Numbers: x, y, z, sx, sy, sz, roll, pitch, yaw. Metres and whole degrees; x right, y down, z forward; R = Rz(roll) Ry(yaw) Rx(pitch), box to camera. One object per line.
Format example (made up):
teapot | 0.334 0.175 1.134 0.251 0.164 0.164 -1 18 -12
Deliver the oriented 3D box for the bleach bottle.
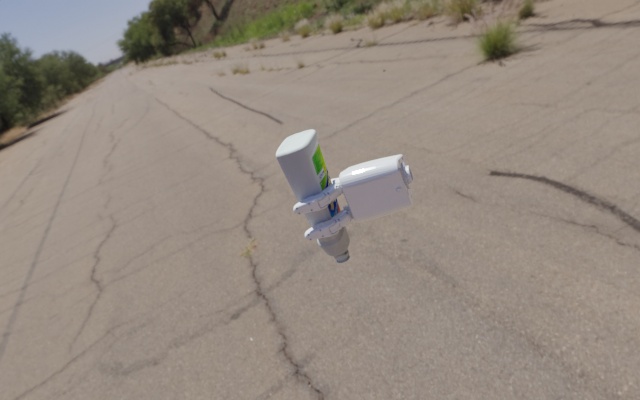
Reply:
bleach bottle | 0.000 0.003 0.884 0.068 0.251 0.102 -15 25 20
